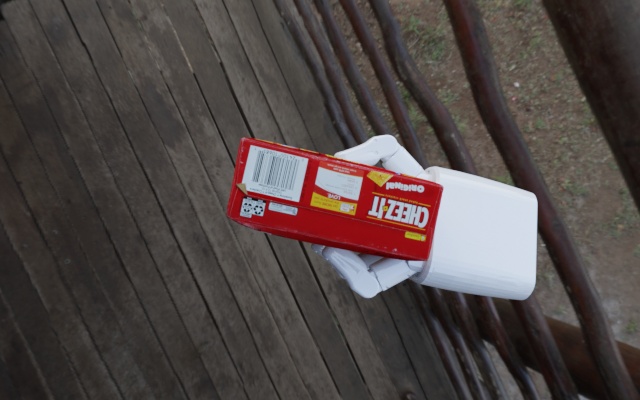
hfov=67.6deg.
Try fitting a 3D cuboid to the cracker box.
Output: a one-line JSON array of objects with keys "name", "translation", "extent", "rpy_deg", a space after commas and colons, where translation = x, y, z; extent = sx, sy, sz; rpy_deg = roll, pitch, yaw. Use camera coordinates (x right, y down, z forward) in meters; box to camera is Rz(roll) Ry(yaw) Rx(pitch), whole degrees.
[{"name": "cracker box", "translation": [0.000, 0.001, 0.467], "extent": [0.164, 0.072, 0.213], "rpy_deg": [12, -2, -7]}]
